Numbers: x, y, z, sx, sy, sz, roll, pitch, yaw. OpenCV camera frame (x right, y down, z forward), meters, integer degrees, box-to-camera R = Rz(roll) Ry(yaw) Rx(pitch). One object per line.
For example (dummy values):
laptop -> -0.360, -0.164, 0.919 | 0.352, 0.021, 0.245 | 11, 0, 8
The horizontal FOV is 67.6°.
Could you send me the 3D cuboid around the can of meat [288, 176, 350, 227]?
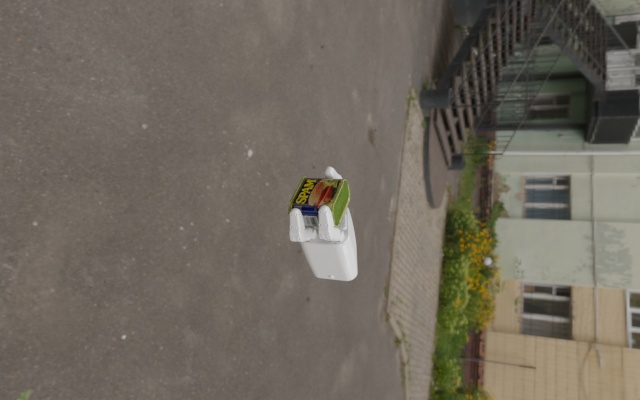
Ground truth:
can of meat -> 0.000, 0.003, 0.868 | 0.084, 0.057, 0.102 | 2, 41, 22
